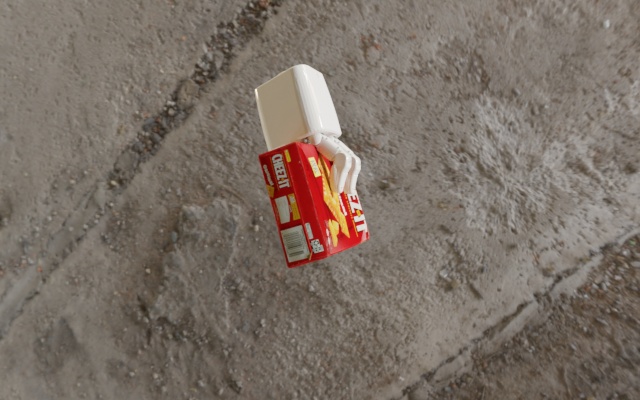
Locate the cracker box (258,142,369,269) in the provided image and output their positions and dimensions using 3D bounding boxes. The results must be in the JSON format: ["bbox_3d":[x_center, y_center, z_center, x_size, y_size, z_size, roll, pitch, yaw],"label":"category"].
[{"bbox_3d":[0.000,0.002,0.738,0.072,0.164,0.213,-17,-4,21],"label":"cracker box"}]
